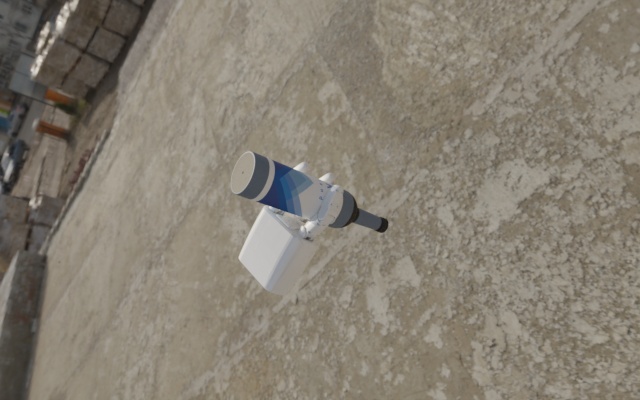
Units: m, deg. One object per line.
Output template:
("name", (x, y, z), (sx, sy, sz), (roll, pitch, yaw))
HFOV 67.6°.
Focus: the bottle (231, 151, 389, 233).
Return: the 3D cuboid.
("bottle", (0.000, 0.002, 0.771), (0.296, 0.069, 0.069), (21, -12, -35))
